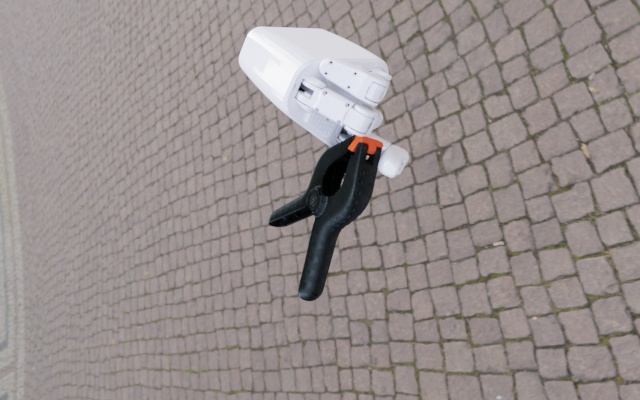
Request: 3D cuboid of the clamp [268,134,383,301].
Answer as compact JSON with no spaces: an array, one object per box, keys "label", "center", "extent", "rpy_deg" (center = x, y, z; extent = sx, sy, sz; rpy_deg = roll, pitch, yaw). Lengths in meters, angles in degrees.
[{"label":"clamp","center":[0.000,0.001,0.482],"extent":[0.039,0.171,0.120],"rpy_deg":[10,27,-43]}]
